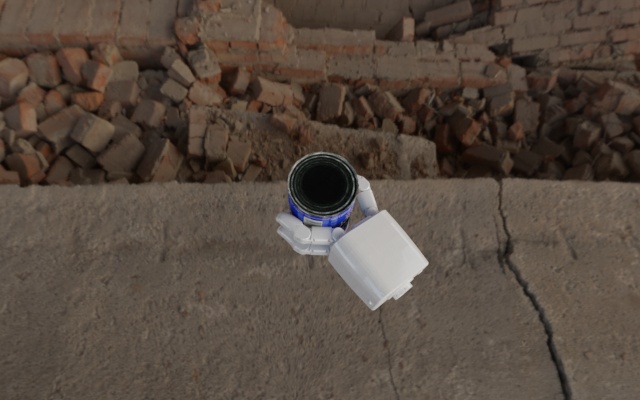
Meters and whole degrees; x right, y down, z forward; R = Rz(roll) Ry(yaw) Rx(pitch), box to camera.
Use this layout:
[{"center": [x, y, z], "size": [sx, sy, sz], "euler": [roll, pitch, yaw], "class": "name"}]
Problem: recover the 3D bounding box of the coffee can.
[{"center": [0.000, 0.002, 0.739], "size": [0.103, 0.102, 0.140], "euler": [0, -22, -3], "class": "coffee can"}]
